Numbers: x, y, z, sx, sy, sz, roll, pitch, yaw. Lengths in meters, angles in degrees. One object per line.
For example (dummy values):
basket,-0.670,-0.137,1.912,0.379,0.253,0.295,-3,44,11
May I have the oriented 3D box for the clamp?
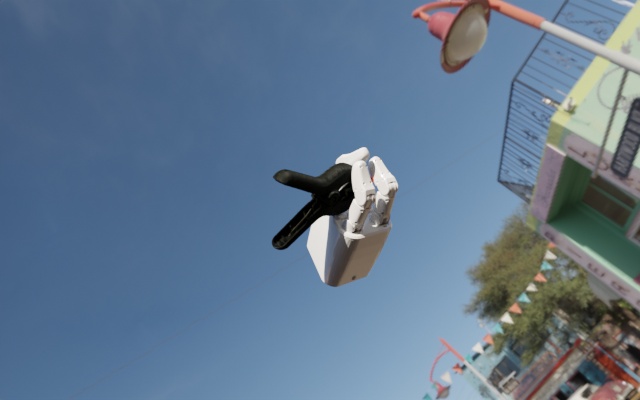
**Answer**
clamp,0.000,0.002,0.655,0.171,0.120,0.039,-12,43,-37
